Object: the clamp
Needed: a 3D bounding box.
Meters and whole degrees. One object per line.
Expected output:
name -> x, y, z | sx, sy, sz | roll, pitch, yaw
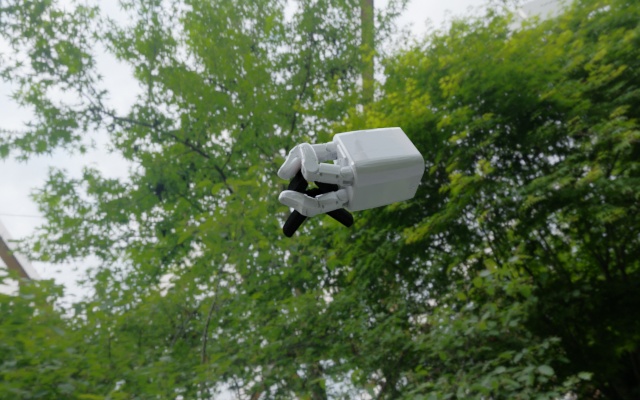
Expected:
clamp -> 0.000, 0.002, 0.755 | 0.120, 0.039, 0.172 | -10, -33, -11
